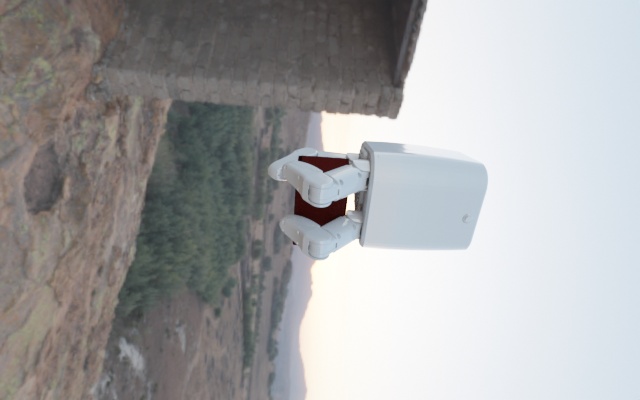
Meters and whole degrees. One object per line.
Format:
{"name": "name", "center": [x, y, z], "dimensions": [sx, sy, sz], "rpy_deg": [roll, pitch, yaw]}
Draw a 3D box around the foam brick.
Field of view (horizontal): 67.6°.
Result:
{"name": "foam brick", "center": [0.000, 0.002, 0.478], "dimensions": [0.051, 0.078, 0.053], "rpy_deg": [4, 32, -2]}
